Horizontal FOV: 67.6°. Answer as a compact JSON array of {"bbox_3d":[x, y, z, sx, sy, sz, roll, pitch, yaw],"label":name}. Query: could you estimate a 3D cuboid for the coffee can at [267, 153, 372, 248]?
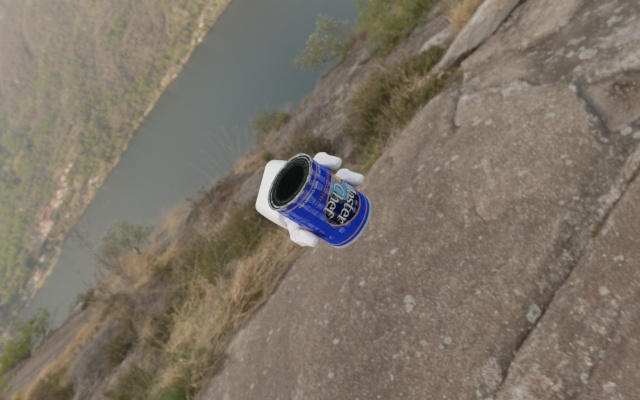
[{"bbox_3d":[0.000,0.003,0.777,0.140,0.102,0.103,33,-20,-32],"label":"coffee can"}]
